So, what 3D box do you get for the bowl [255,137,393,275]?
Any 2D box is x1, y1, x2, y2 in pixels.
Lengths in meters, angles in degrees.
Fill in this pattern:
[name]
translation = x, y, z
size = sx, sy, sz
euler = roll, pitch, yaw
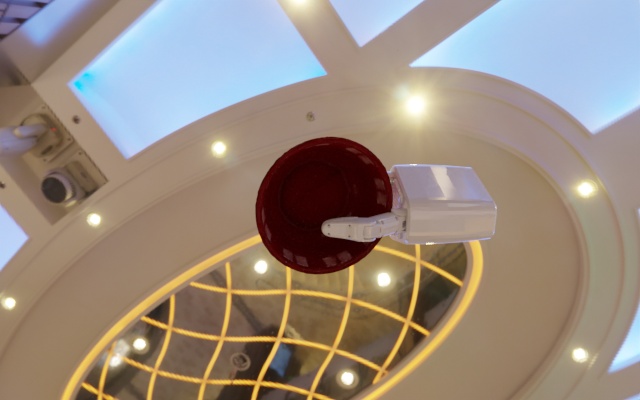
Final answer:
[bowl]
translation = -0.001, 0.001, 0.557
size = 0.162, 0.162, 0.055
euler = 0, 17, -18
